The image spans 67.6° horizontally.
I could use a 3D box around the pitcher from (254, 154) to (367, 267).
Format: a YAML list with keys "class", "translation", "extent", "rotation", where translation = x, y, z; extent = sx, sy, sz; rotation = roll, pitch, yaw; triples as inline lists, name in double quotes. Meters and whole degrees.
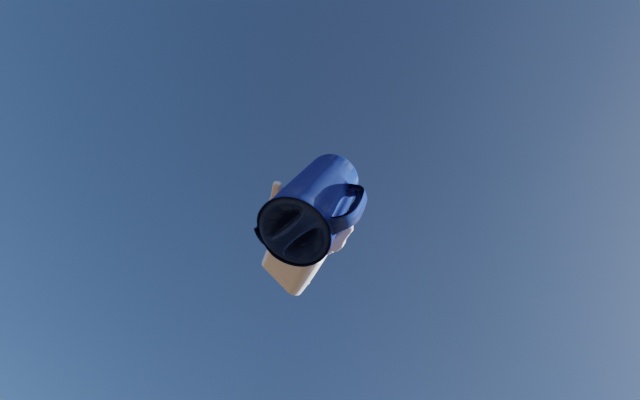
- class: "pitcher"
  translation: [0.000, 0.003, 0.878]
  extent: [0.149, 0.145, 0.242]
  rotation: [31, 33, 3]
